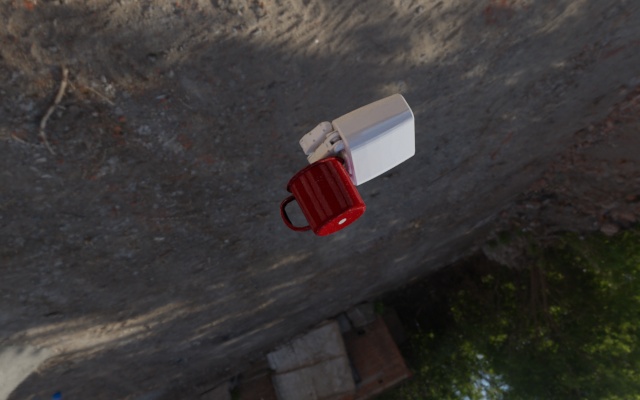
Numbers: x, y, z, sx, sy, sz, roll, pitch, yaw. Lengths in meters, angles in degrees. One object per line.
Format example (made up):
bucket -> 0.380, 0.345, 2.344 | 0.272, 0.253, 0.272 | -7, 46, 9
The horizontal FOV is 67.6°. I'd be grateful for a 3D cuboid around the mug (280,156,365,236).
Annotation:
mug -> -0.001, 0.003, 0.672 | 0.117, 0.081, 0.093 | -27, -17, -5
